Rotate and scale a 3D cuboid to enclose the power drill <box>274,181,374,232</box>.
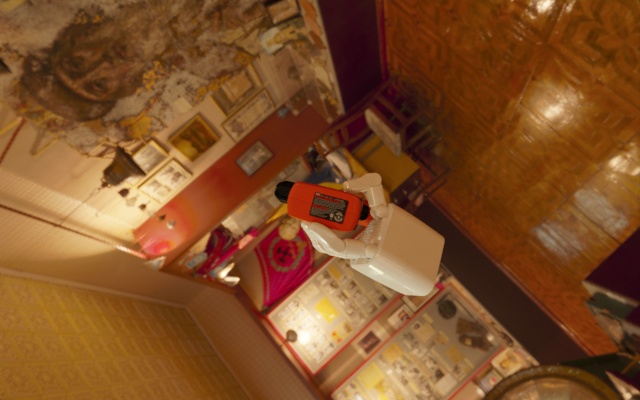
[{"bbox_3d":[0.000,0.003,0.767,0.184,0.057,0.187,13,4,6],"label":"power drill"}]
